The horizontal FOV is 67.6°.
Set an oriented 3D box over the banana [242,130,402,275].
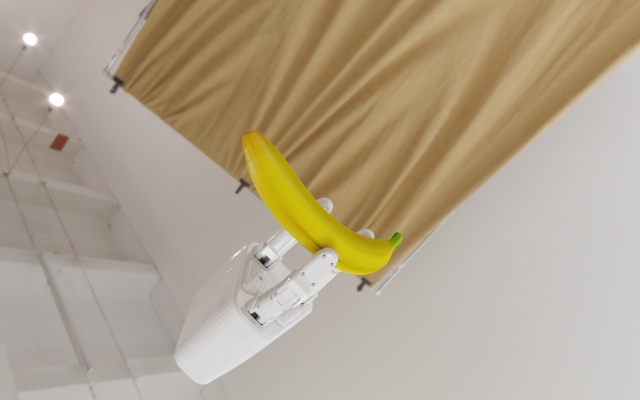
[{"bbox_3d":[0.001,0.017,0.431,0.198,0.069,0.037,36,-49,-29],"label":"banana"}]
